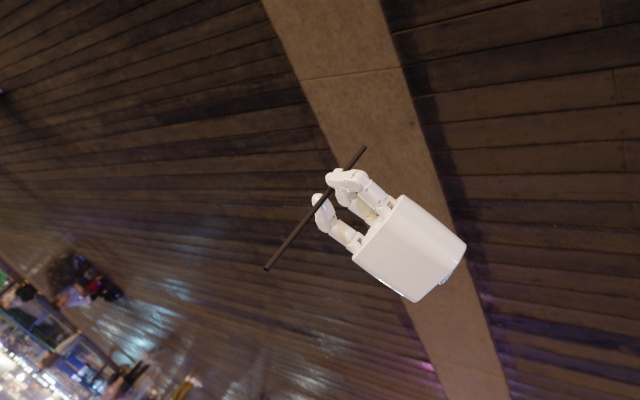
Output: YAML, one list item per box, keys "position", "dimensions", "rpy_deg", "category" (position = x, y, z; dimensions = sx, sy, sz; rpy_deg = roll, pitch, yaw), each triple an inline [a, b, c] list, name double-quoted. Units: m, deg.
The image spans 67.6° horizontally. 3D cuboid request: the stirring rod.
- position: [0.000, 0.002, 0.619]
  dimensions: [0.011, 0.011, 0.239]
  rpy_deg: [0, 41, 44]
  category: "stirring rod"
